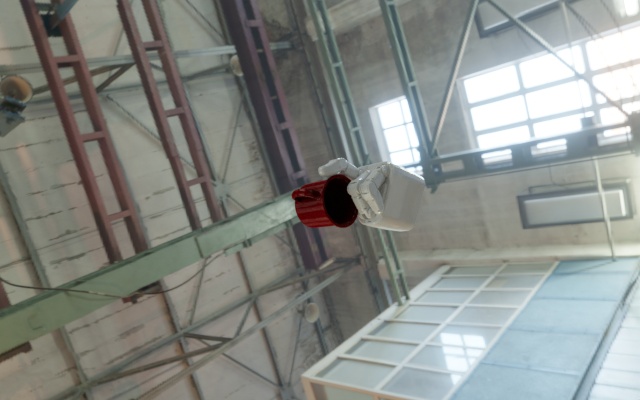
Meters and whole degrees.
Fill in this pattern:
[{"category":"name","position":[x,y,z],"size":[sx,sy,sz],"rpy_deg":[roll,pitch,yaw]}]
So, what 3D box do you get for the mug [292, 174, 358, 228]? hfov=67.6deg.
[{"category":"mug","position":[-0.001,0.003,0.837],"size":[0.117,0.093,0.081],"rpy_deg":[16,-18,-41]}]
